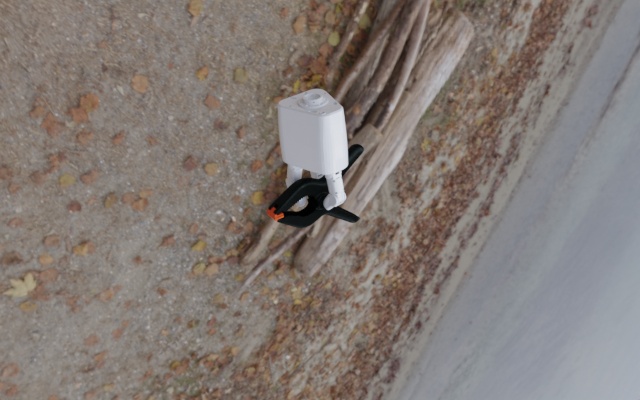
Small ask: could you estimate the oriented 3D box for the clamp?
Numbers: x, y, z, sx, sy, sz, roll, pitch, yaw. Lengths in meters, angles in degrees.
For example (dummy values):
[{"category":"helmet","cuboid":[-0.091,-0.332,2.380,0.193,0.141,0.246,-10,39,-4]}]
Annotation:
[{"category":"clamp","cuboid":[0.000,0.003,0.872,0.210,0.165,0.036,-27,37,-28]}]
